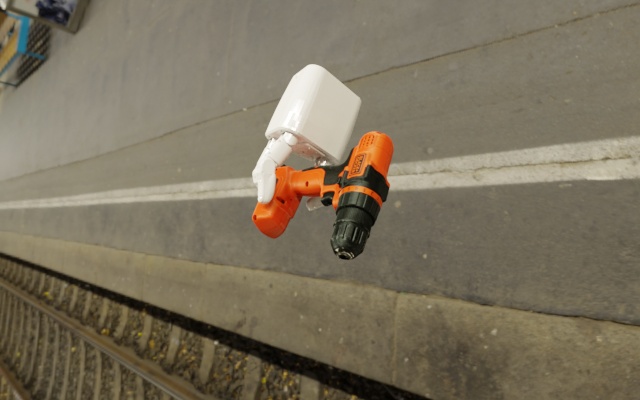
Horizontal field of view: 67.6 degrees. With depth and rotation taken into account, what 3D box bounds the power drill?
[{"bbox_3d":[0.000,0.002,0.623,0.187,0.184,0.057,-10,-45,37],"label":"power drill"}]
